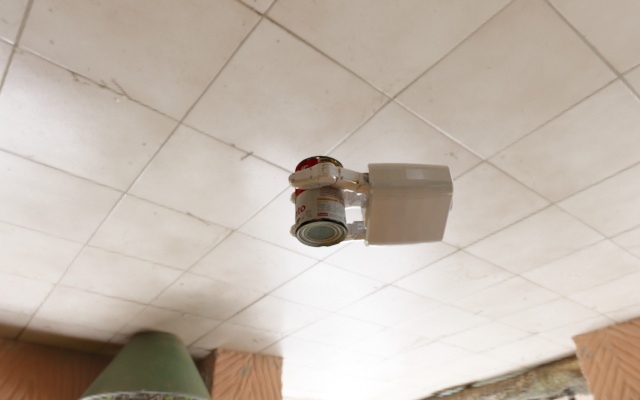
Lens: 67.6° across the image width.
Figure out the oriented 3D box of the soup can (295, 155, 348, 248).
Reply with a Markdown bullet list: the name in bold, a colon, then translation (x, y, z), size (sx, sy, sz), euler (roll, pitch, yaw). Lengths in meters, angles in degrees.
- **soup can**: translation (0.000, 0.002, 0.621), size (0.068, 0.102, 0.069), euler (-1, -35, -1)
